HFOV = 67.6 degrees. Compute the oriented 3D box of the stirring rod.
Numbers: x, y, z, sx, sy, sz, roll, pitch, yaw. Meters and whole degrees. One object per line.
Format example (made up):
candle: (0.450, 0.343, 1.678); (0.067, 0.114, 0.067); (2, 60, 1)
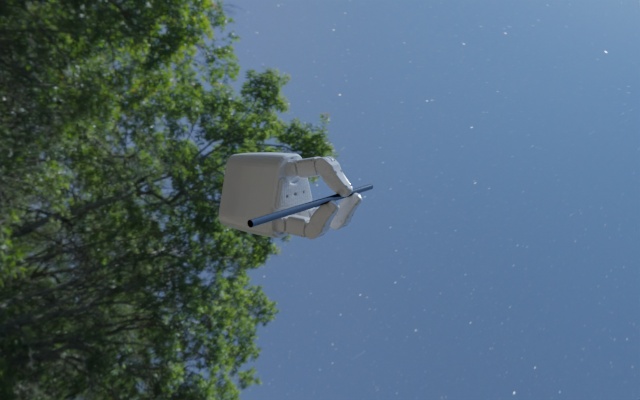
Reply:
stirring rod: (0.000, 0.002, 0.571); (0.011, 0.011, 0.239); (0, 10, 36)
